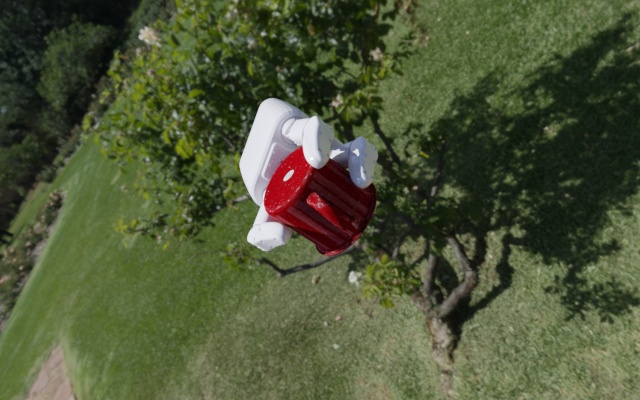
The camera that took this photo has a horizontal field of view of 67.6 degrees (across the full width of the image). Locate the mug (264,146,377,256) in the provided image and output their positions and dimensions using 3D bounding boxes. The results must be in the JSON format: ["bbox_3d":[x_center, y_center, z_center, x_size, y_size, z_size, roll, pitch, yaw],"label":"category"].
[{"bbox_3d":[0.000,0.002,0.475,0.081,0.093,0.117,34,7,-27],"label":"mug"}]
